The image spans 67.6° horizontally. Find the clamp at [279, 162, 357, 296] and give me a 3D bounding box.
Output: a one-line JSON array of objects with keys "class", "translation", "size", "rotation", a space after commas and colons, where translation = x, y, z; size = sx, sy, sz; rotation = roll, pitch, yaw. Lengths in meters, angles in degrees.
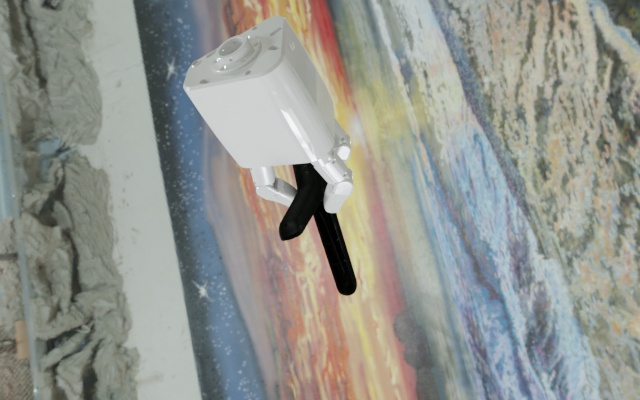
[{"class": "clamp", "translation": [-0.001, 0.002, 0.572], "size": [0.036, 0.209, 0.165], "rotation": [-17, -44, 17]}]
